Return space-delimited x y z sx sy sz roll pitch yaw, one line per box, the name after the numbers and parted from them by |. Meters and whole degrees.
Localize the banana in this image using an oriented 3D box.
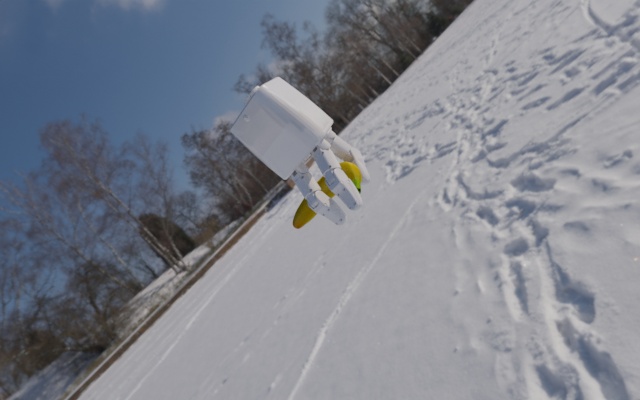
0.009 -0.013 0.723 0.037 0.069 0.198 36 -31 -12 | banana
